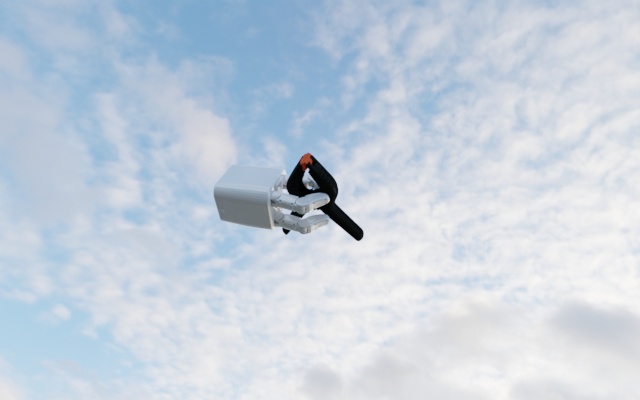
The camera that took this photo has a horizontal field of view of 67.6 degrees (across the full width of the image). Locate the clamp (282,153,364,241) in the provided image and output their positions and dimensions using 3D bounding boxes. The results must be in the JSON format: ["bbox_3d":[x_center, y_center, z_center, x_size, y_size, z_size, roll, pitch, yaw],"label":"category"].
[{"bbox_3d":[0.000,0.002,0.874,0.164,0.036,0.210,8,-42,10],"label":"clamp"}]
